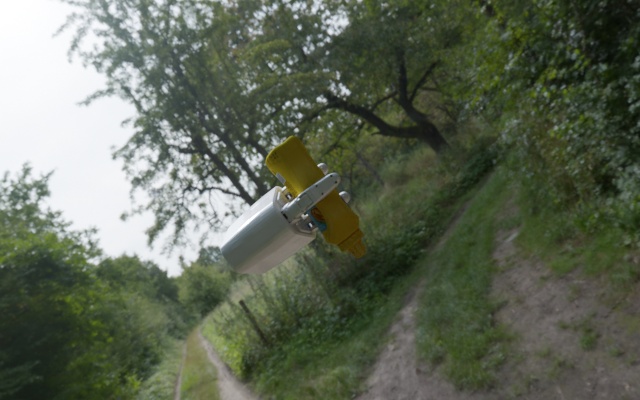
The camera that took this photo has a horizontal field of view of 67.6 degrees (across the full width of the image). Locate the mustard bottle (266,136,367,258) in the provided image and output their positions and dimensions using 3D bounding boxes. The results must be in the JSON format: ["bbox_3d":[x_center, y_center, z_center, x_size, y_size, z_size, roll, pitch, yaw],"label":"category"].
[{"bbox_3d":[0.000,0.002,0.679,0.058,0.191,0.096,-37,-1,-14],"label":"mustard bottle"}]
